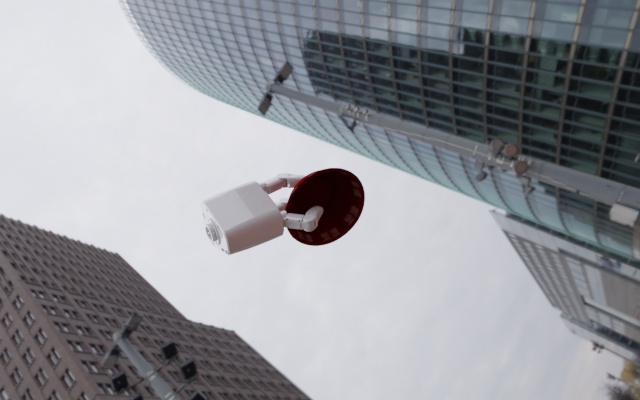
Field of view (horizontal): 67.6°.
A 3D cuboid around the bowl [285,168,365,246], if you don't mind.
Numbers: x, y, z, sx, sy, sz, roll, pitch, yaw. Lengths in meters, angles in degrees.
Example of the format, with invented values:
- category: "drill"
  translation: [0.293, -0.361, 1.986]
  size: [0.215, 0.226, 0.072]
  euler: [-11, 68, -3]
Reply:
- category: "bowl"
  translation: [0.001, 0.003, 0.889]
  size: [0.162, 0.162, 0.055]
  euler: [0, 28, -27]
